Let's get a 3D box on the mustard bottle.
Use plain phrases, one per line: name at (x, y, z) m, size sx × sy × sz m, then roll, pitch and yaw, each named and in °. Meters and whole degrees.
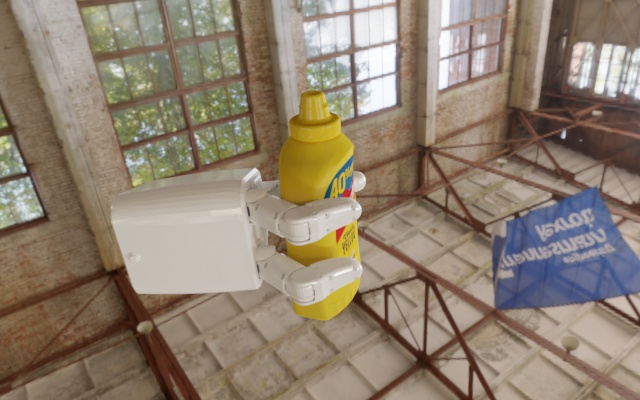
mustard bottle at (0.000, 0.002, 0.413) m, size 0.058 × 0.192 × 0.096 m, roll 7°, pitch 30°, yaw 22°
